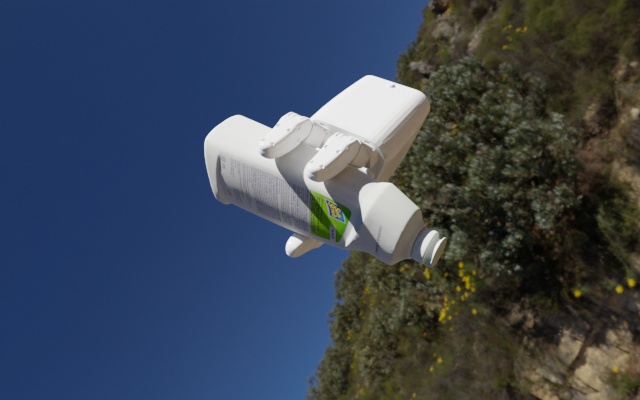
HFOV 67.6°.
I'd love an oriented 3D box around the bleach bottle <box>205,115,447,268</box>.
[{"bbox_3d":[0.000,0.001,0.469,0.250,0.103,0.068,26,52,25],"label":"bleach bottle"}]
